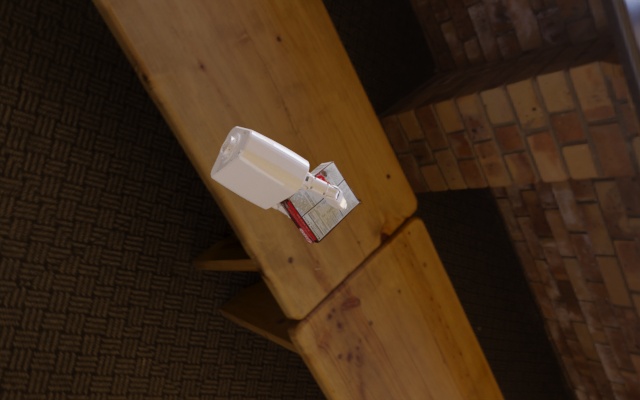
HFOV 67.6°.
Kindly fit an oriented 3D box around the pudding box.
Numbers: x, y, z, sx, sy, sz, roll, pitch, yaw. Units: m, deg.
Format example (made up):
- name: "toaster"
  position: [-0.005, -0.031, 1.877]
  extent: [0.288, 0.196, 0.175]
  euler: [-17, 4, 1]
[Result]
- name: "pudding box"
  position: [0.000, 0.002, 0.782]
  extent: [0.113, 0.090, 0.039]
  euler: [-41, 16, -28]
